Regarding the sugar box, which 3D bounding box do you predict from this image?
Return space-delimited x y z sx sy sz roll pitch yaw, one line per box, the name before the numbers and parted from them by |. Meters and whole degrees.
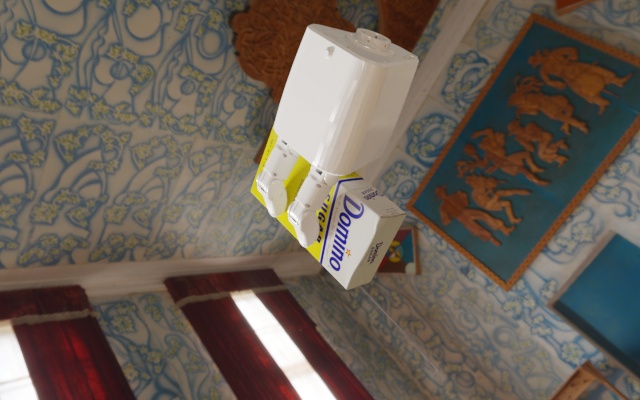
sugar box | 0.000 0.002 0.512 0.048 0.093 0.176 -7 39 -43
